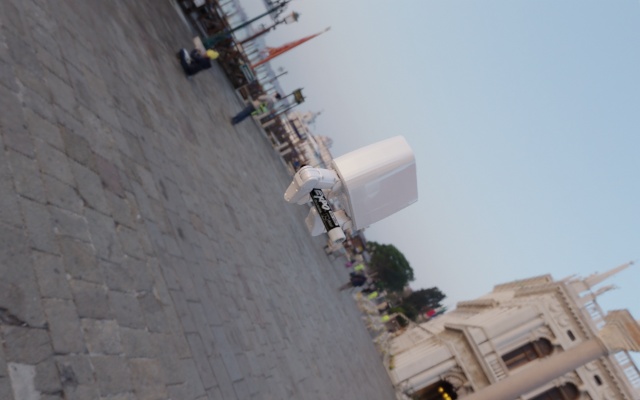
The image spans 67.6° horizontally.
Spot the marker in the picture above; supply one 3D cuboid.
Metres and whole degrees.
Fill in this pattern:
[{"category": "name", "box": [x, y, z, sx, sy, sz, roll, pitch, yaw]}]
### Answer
[{"category": "marker", "box": [0.000, 0.002, 0.625, 0.020, 0.121, 0.020, -21, -26, -11]}]
